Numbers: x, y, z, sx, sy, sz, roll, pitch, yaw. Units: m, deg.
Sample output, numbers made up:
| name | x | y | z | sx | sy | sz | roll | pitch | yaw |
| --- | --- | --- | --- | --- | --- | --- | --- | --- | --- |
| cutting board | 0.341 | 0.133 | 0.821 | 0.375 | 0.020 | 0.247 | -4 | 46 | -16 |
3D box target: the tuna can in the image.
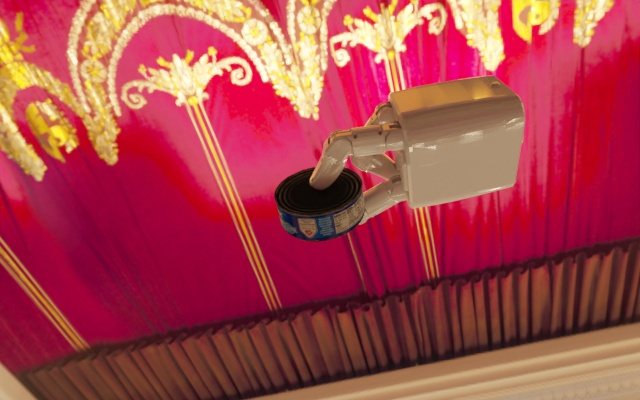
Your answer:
| name | x | y | z | sx | sy | sz | roll | pitch | yaw |
| --- | --- | --- | --- | --- | --- | --- | --- | --- | --- |
| tuna can | 0.000 | 0.002 | 0.466 | 0.086 | 0.034 | 0.086 | -7 | 33 | 5 |
